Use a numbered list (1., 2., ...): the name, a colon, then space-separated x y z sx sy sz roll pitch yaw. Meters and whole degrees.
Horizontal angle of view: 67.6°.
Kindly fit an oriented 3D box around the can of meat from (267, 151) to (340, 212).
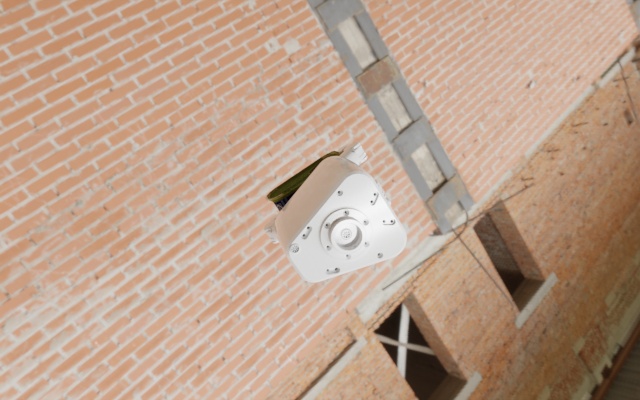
1. can of meat: 0.000 0.002 0.586 0.102 0.084 0.057 -34 14 -5
